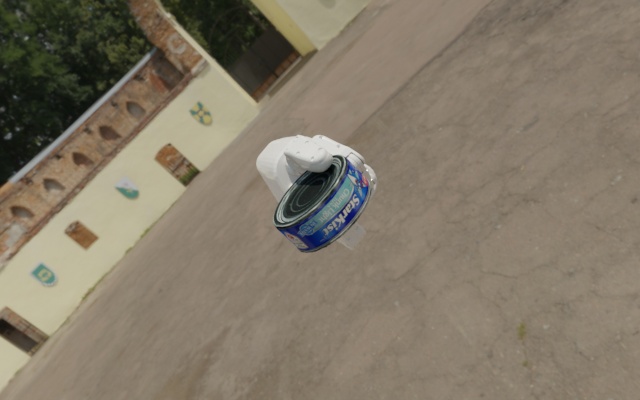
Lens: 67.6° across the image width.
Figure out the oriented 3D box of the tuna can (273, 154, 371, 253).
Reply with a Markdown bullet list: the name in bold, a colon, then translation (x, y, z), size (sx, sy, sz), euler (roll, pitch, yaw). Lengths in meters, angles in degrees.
- **tuna can**: translation (0.000, 0.001, 0.410), size (0.034, 0.086, 0.086), euler (45, -20, -22)
